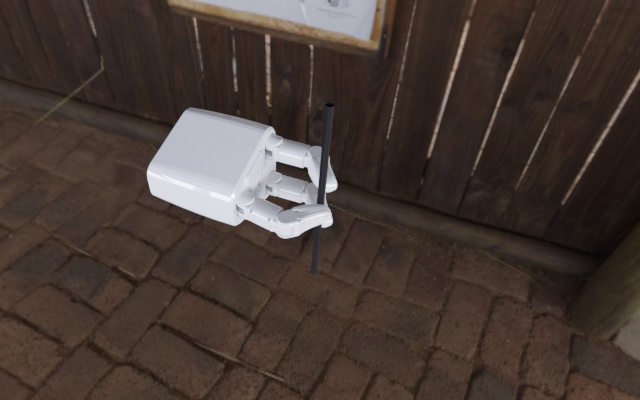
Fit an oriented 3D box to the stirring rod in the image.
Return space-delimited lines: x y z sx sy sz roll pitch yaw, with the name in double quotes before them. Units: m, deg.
"stirring rod" 0.000 0.002 0.503 0.011 0.240 0.011 3 44 -3
